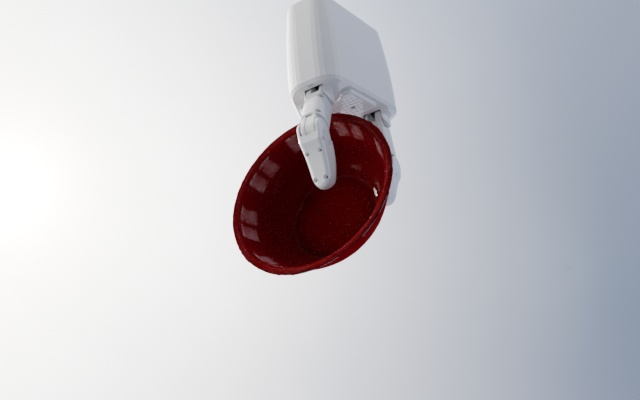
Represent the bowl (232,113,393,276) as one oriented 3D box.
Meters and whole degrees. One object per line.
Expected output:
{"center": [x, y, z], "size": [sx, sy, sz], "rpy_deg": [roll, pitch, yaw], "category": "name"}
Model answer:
{"center": [0.000, 0.003, 0.435], "size": [0.162, 0.162, 0.055], "rpy_deg": [0, -29, 34], "category": "bowl"}
